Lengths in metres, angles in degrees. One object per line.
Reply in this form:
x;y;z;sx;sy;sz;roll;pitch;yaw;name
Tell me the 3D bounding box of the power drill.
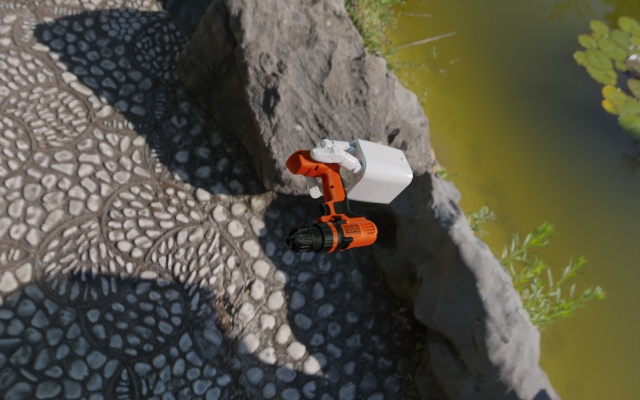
0.000;0.002;0.846;0.184;0.187;0.057;-2;-25;-38;power drill
